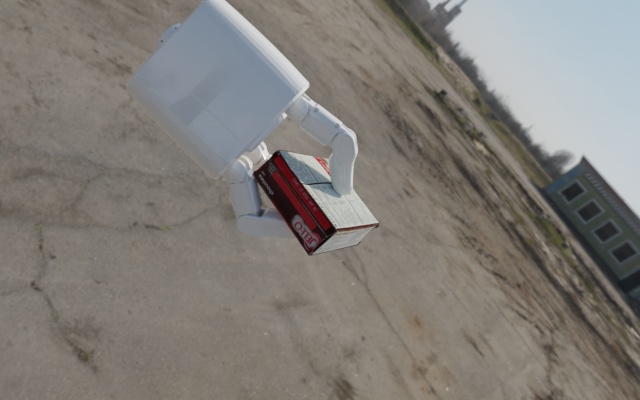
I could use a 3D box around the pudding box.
[{"bbox_3d":[0.000,0.001,0.444,0.039,0.090,0.113,-42,-17,22],"label":"pudding box"}]
